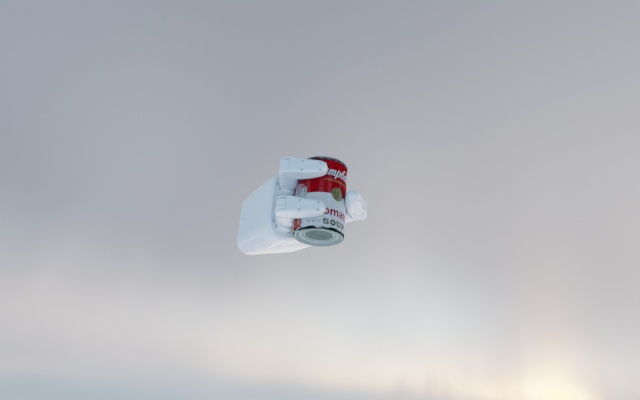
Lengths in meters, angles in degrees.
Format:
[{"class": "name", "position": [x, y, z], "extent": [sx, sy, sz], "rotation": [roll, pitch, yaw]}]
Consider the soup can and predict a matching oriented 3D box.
[{"class": "soup can", "position": [0.000, 0.002, 0.630], "extent": [0.068, 0.102, 0.068], "rotation": [3, -25, 1]}]
